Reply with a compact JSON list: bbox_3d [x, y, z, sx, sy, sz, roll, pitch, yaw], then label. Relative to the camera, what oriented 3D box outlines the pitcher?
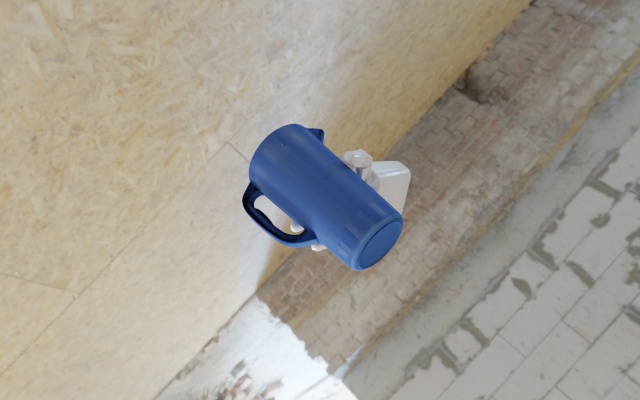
[{"bbox_3d":[0.000,0.002,0.745,0.145,0.149,0.242,-11,44,-48],"label":"pitcher"}]
